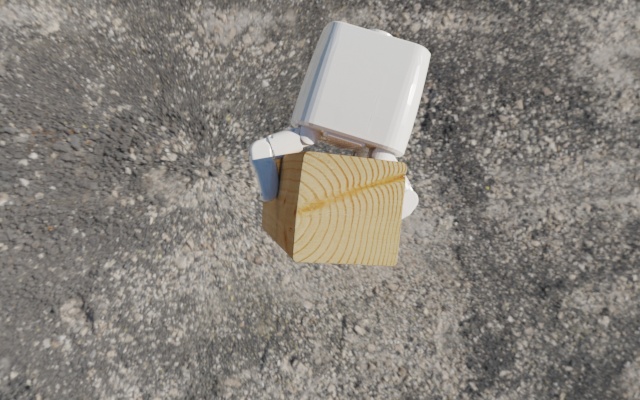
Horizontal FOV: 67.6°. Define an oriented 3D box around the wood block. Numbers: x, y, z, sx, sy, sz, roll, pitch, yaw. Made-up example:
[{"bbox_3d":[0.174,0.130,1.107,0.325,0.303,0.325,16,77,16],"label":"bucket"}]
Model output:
[{"bbox_3d":[0.000,0.001,0.483,0.091,0.090,0.206,5,3,-14],"label":"wood block"}]
